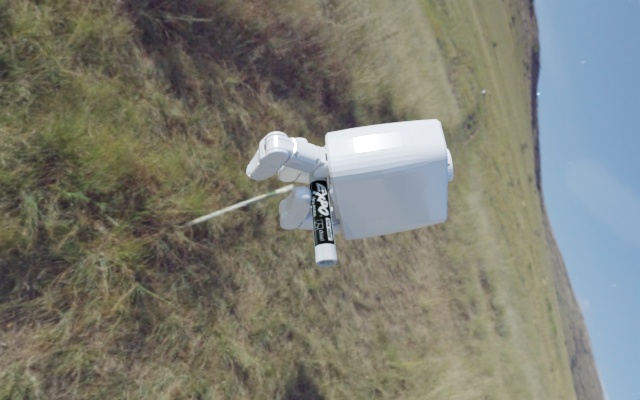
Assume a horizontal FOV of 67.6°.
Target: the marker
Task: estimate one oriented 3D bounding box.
[{"bbox_3d":[0.000,0.001,0.442,0.020,0.121,0.020,-5,-27,-2],"label":"marker"}]
